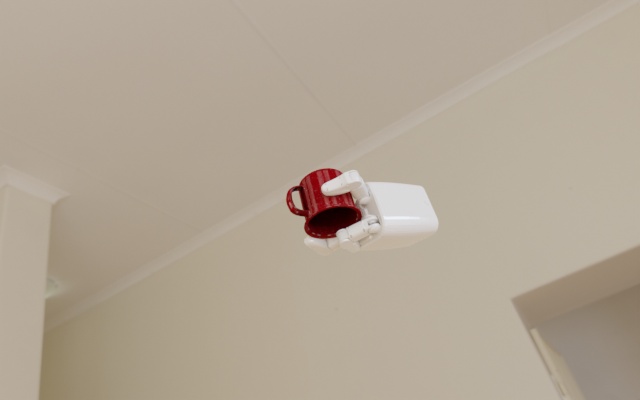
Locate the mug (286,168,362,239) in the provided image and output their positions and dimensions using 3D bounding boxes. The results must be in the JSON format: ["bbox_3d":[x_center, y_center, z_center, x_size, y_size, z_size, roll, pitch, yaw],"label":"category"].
[{"bbox_3d":[-0.001,0.002,0.760,0.117,0.081,0.093,2,-38,-24],"label":"mug"}]
